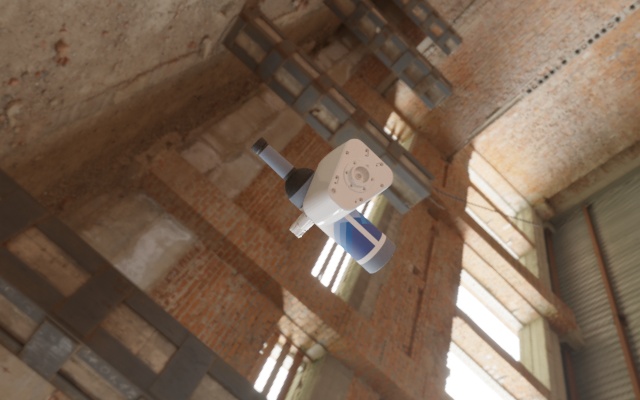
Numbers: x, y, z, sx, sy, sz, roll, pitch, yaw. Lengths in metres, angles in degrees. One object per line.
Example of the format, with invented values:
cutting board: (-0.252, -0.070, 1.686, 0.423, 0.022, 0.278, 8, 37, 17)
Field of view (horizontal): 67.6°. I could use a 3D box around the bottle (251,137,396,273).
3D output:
bottle: (0.000, 0.003, 0.813, 0.296, 0.069, 0.069, 43, -6, -7)
